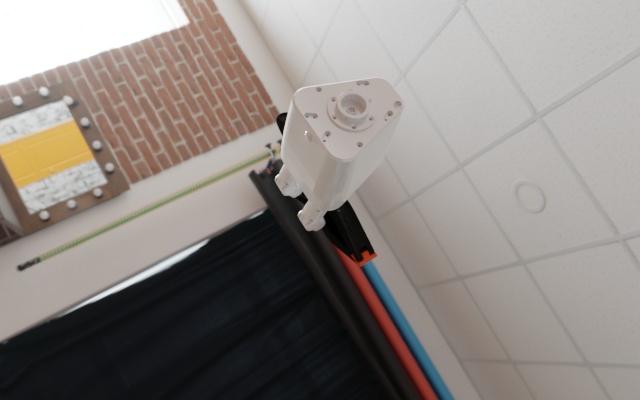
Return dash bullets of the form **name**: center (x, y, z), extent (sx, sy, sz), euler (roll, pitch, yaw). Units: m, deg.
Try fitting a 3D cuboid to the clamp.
- **clamp**: center (0.001, 0.002, 0.642), extent (0.036, 0.210, 0.165), euler (-30, -17, -17)
